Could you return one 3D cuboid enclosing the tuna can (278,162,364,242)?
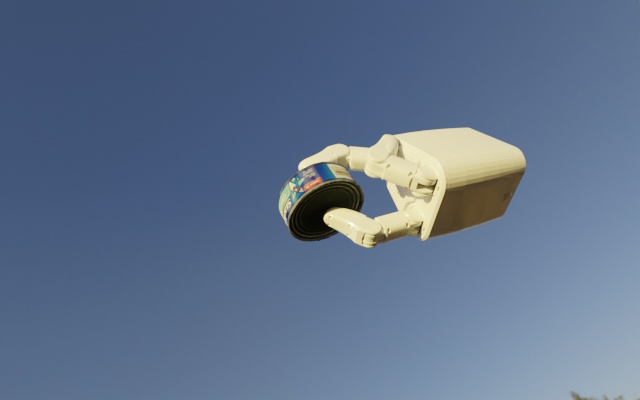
[{"bbox_3d":[0.000,0.001,0.498,0.086,0.086,0.033,0,42,-34],"label":"tuna can"}]
